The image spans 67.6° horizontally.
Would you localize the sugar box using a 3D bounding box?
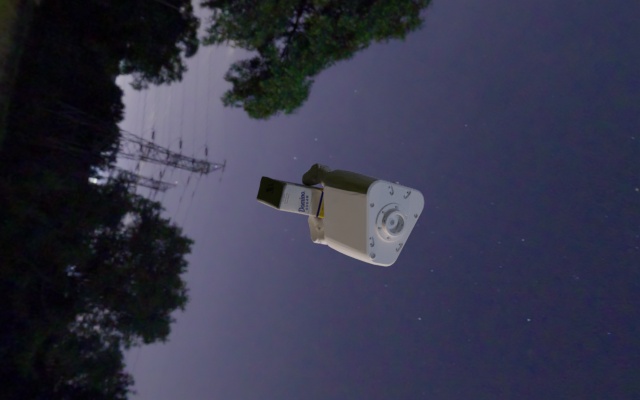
[{"bbox_3d":[0.000,0.002,0.741,0.176,0.048,0.093,14,2,-30],"label":"sugar box"}]
